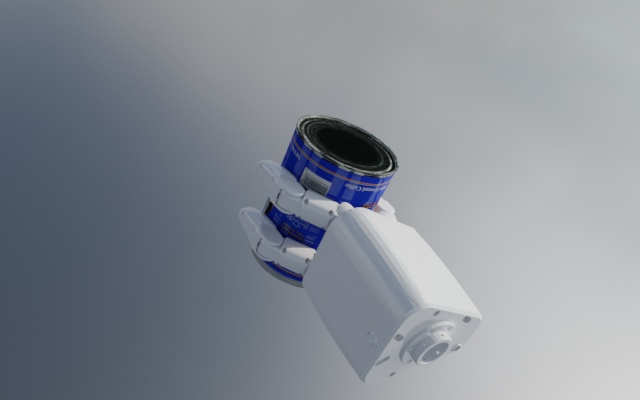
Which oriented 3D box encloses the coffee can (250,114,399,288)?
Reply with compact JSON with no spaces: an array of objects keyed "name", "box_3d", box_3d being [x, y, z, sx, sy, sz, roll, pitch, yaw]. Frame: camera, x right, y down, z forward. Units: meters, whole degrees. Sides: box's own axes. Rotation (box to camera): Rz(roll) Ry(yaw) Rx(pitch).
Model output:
[{"name":"coffee can","box_3d":[0.000,0.002,0.473,0.103,0.140,0.102,19,30,-11]}]
